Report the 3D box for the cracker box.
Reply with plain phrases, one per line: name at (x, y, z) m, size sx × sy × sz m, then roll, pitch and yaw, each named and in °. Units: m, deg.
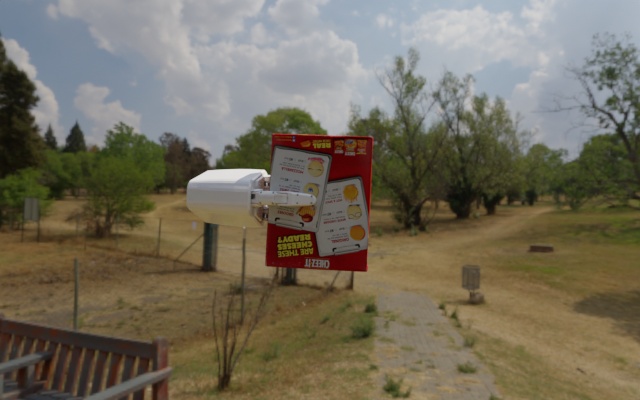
cracker box at (0.000, 0.002, 0.781) m, size 0.164 × 0.213 × 0.072 m, roll 2°, pitch -1°, yaw 6°
